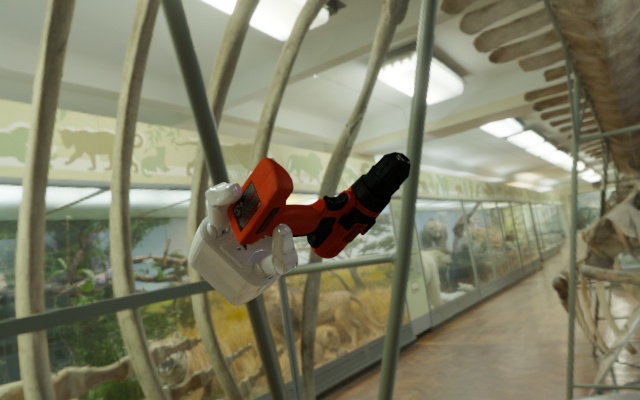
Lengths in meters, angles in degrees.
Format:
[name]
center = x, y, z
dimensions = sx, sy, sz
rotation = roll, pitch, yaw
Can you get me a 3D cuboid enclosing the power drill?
[power drill]
center = 0.000, 0.002, 0.572
dimensions = 0.188, 0.057, 0.184
rotation = 9, -49, -40
